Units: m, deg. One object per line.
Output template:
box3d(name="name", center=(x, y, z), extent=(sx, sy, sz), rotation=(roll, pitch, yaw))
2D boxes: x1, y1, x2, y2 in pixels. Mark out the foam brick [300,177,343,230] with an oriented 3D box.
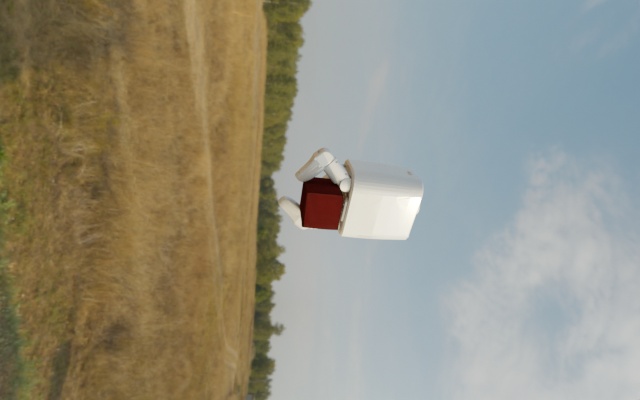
box3d(name="foam brick", center=(0.000, 0.002, 0.675), extent=(0.051, 0.053, 0.078), rotation=(7, 20, -7))
